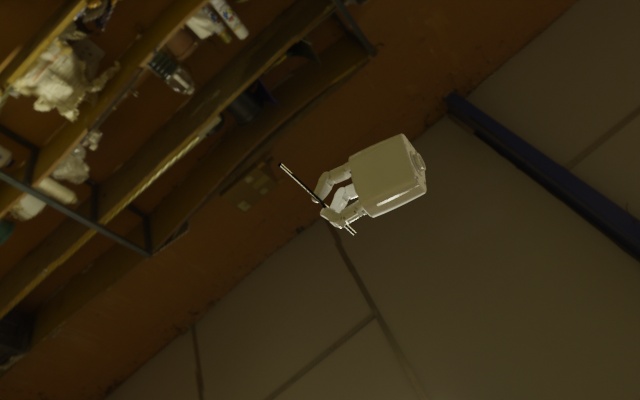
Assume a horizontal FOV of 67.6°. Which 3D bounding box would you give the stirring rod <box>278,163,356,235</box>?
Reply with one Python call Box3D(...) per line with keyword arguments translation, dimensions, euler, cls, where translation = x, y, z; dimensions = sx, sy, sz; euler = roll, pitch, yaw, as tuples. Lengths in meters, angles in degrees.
Box3D(translation=(0.000, 0.003, 0.865), dimensions=(0.011, 0.011, 0.240), euler=(0, -31, 40), cls="stirring rod")
